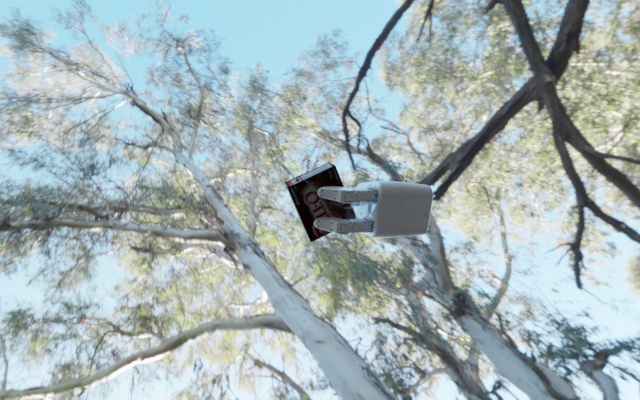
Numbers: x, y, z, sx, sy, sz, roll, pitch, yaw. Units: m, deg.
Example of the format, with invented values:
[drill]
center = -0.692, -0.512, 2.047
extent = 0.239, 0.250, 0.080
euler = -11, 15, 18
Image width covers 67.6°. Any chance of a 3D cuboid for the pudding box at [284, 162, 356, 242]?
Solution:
[pudding box]
center = 0.000, 0.003, 0.820
extent = 0.090, 0.113, 0.039
euler = -26, 21, -8
